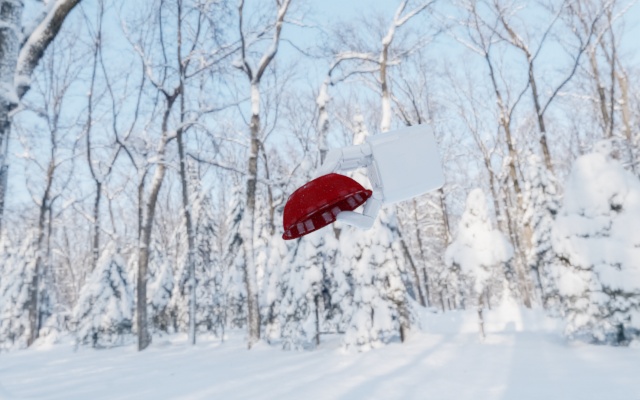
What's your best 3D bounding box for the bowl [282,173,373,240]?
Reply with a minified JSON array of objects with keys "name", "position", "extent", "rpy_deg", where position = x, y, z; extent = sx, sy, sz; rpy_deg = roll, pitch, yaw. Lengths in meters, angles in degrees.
[{"name":"bowl","position":[-0.001,0.003,0.759],"extent":[0.162,0.055,0.162],"rpy_deg":[-27,-12,-6]}]
